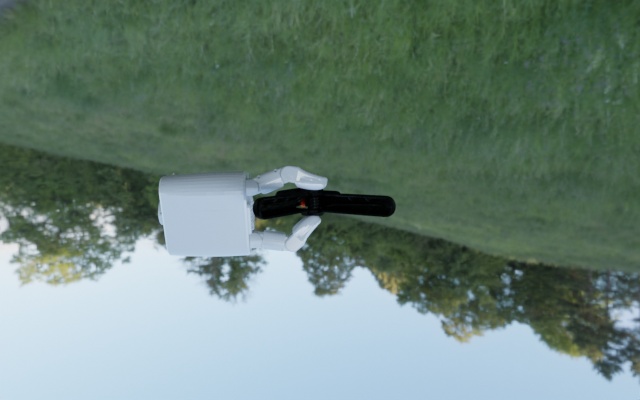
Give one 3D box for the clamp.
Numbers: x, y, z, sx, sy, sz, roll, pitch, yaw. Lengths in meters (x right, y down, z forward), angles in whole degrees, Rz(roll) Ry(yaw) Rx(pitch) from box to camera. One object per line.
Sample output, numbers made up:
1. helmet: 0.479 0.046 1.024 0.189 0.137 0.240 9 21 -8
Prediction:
1. clamp: 0.000 0.003 0.627 0.164 0.036 0.210 1 4 -4
